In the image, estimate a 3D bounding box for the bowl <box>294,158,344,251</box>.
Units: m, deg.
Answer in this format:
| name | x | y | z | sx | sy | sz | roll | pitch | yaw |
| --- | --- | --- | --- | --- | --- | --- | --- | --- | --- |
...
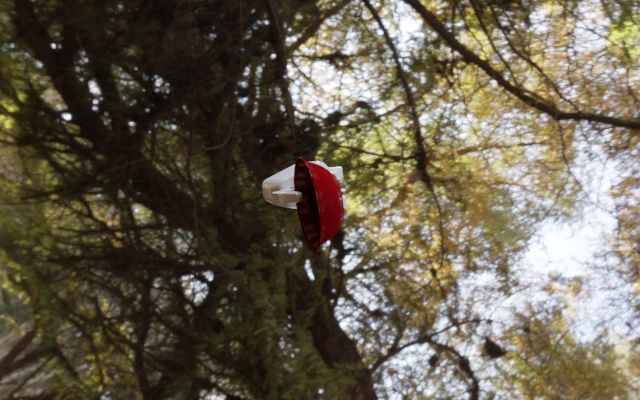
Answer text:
| name | x | y | z | sx | sy | sz | roll | pitch | yaw |
| --- | --- | --- | --- | --- | --- | --- | --- | --- | --- |
| bowl | 0.001 | 0.003 | 0.823 | 0.055 | 0.162 | 0.162 | -10 | 2 | -14 |
